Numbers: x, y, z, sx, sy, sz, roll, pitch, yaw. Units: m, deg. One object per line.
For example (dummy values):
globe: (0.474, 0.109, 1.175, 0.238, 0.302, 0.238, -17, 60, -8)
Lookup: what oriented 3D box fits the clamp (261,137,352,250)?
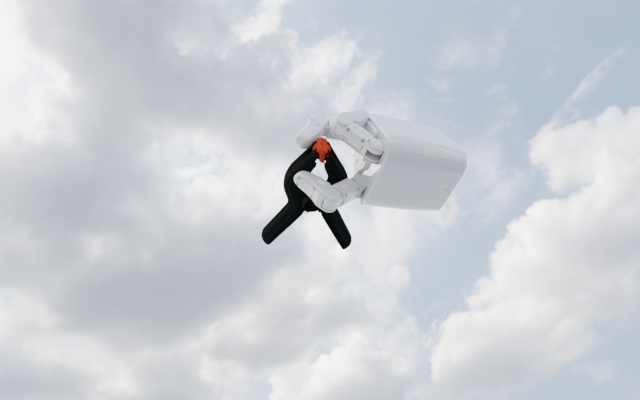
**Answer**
clamp: (0.000, 0.001, 0.602, 0.120, 0.172, 0.039, 7, 43, -17)
